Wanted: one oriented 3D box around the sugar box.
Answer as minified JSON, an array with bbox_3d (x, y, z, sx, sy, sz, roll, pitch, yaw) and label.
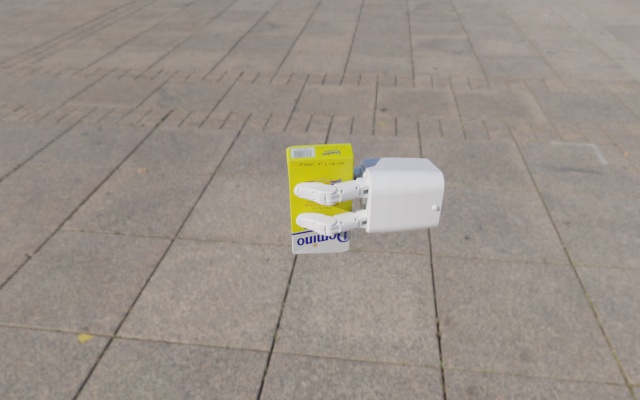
[{"bbox_3d":[0.000,0.003,0.709,0.093,0.176,0.048,-3,35,-2],"label":"sugar box"}]
